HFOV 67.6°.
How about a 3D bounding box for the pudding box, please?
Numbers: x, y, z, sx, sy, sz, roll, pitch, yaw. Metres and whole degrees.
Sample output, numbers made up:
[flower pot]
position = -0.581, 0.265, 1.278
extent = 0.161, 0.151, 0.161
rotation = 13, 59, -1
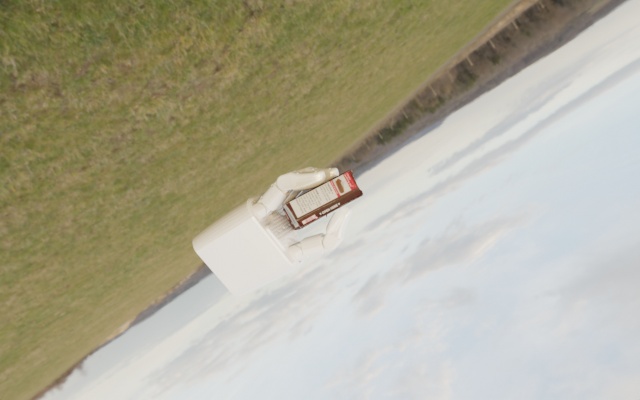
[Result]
[pudding box]
position = 0.000, 0.002, 0.611
extent = 0.090, 0.039, 0.113
rotation = -29, 1, -7
